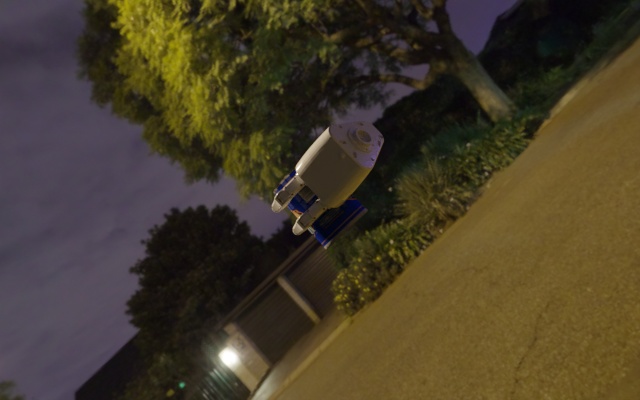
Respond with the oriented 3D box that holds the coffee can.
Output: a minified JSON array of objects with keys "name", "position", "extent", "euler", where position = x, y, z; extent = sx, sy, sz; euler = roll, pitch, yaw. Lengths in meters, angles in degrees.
[{"name":"coffee can","position":[0.000,0.003,0.858],"extent":[0.103,0.140,0.103],"euler":[-43,-5,-4]}]
